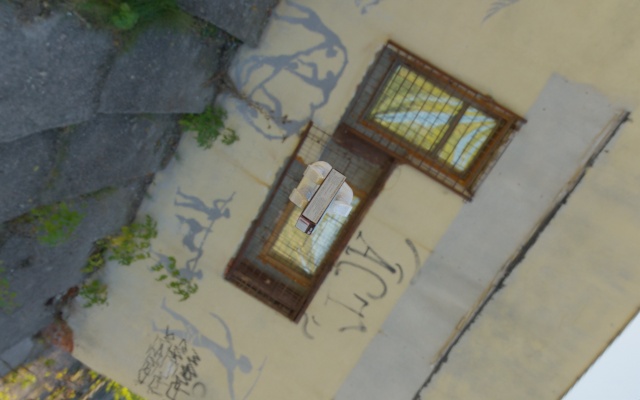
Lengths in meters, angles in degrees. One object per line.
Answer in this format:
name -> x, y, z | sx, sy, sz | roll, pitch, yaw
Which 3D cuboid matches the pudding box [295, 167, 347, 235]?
pudding box -> 0.000, 0.003, 0.890 | 0.039, 0.113, 0.090 | 31, -19, 2
